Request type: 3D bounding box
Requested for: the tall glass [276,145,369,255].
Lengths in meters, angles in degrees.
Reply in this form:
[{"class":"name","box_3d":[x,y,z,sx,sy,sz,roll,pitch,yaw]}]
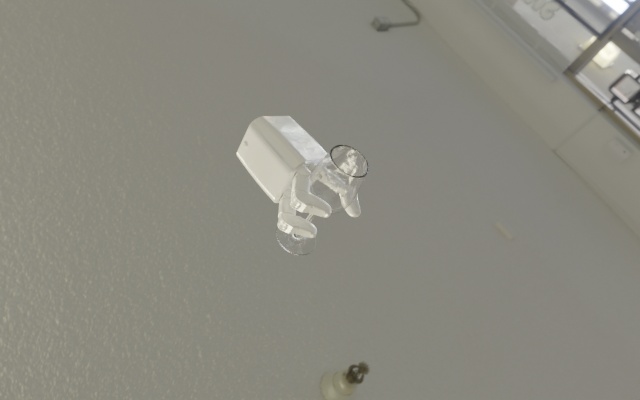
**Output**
[{"class":"tall glass","box_3d":[0.000,0.003,0.747,0.079,0.079,0.201,0,-36,-32]}]
